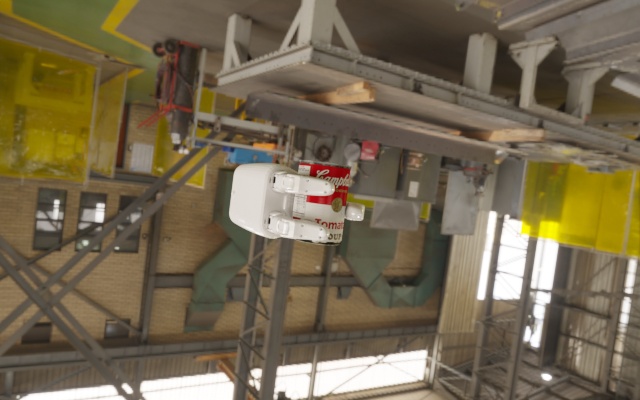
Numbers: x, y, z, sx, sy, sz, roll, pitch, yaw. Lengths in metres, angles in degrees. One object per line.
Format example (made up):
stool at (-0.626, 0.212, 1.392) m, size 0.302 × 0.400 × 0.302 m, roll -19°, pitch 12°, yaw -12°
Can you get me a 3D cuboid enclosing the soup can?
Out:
soup can at (0.000, 0.002, 0.618) m, size 0.068 × 0.102 × 0.068 m, roll 7°, pitch 2°, yaw 0°
